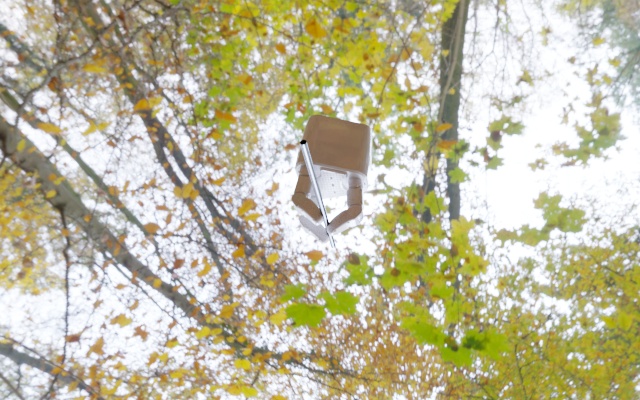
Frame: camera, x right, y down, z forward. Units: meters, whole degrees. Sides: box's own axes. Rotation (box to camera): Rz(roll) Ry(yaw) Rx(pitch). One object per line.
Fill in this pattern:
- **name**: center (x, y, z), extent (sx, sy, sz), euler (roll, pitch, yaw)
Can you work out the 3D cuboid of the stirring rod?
- **stirring rod**: center (0.000, 0.002, 0.643), extent (0.011, 0.011, 0.240), euler (0, -35, 12)
